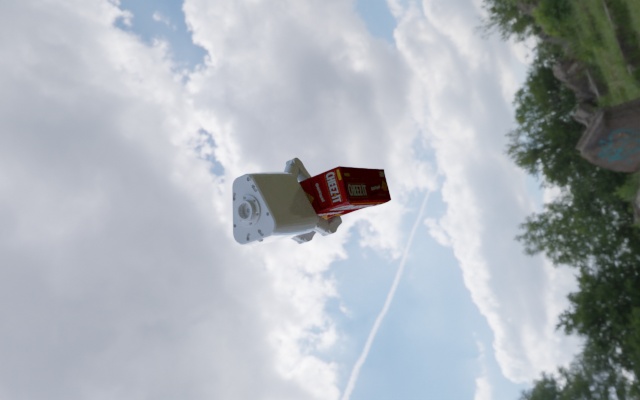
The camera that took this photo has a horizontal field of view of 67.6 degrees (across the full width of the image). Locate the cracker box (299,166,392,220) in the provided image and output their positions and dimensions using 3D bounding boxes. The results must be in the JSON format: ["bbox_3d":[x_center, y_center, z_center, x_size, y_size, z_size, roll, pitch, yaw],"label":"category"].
[{"bbox_3d":[0.000,0.003,0.890,0.214,0.072,0.164,-19,-9,33],"label":"cracker box"}]
